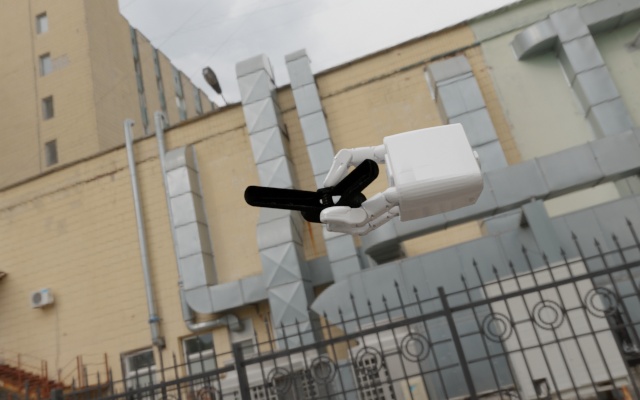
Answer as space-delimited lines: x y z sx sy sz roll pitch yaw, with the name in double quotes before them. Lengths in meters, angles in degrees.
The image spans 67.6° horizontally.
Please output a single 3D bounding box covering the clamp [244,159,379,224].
"clamp" 0.000 0.001 0.641 0.164 0.036 0.210 -9 -17 6
